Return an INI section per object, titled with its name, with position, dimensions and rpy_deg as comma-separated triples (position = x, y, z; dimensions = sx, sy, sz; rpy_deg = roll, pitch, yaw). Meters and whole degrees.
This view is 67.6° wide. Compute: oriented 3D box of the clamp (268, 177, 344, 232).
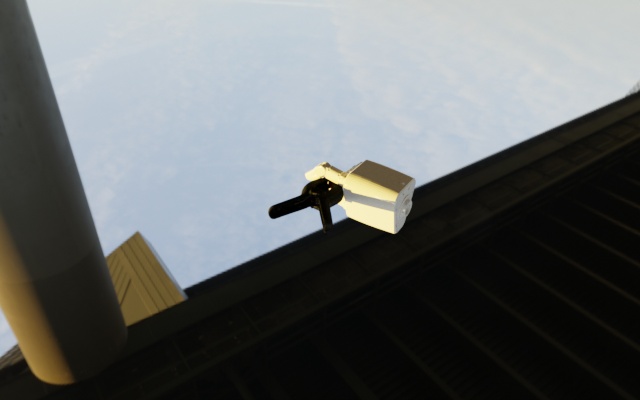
[clamp]
position = 0.000, 0.003, 0.870
dimensions = 0.120, 0.039, 0.171
rpy_deg = 24, 40, 25
